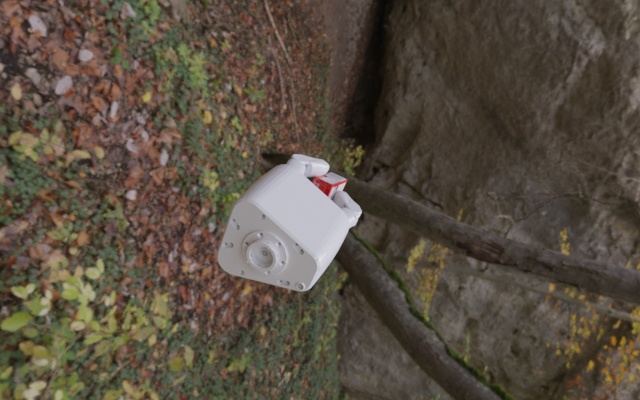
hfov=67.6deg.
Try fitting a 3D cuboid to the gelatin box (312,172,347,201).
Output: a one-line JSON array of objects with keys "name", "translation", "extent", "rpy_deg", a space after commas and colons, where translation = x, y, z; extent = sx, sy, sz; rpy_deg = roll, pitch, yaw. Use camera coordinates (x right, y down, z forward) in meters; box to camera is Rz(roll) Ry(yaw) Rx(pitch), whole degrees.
[{"name": "gelatin box", "translation": [0.001, 0.002, 0.643], "extent": [0.030, 0.073, 0.089], "rpy_deg": [27, 14, 11]}]
